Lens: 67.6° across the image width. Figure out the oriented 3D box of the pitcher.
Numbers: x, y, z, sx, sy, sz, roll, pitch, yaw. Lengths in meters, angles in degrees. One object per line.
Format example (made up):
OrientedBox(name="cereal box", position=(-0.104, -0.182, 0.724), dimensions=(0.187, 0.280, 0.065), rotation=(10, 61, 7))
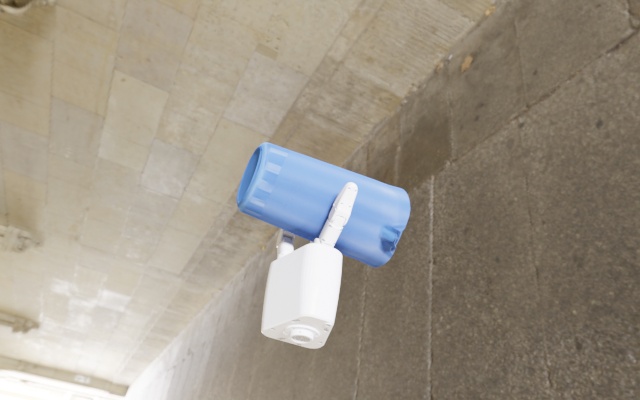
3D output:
OrientedBox(name="pitcher", position=(0.000, 0.003, 0.736), dimensions=(0.243, 0.145, 0.149), rotation=(21, -37, -19))
